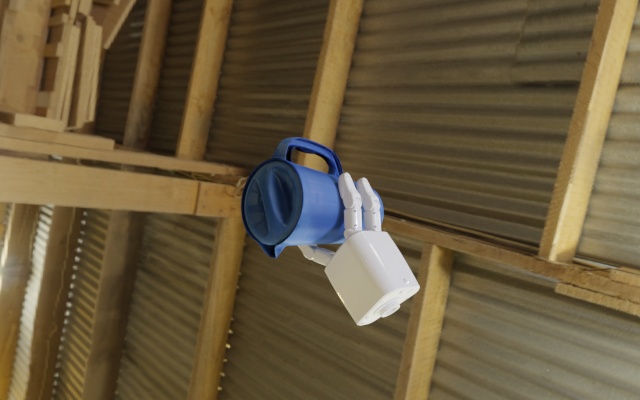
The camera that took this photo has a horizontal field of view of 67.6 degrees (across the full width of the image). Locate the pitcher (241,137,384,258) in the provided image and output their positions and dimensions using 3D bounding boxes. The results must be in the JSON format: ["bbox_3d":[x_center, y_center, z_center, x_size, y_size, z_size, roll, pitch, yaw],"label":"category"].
[{"bbox_3d":[0.000,0.003,0.797,0.243,0.145,0.149,8,-48,-50],"label":"pitcher"}]
